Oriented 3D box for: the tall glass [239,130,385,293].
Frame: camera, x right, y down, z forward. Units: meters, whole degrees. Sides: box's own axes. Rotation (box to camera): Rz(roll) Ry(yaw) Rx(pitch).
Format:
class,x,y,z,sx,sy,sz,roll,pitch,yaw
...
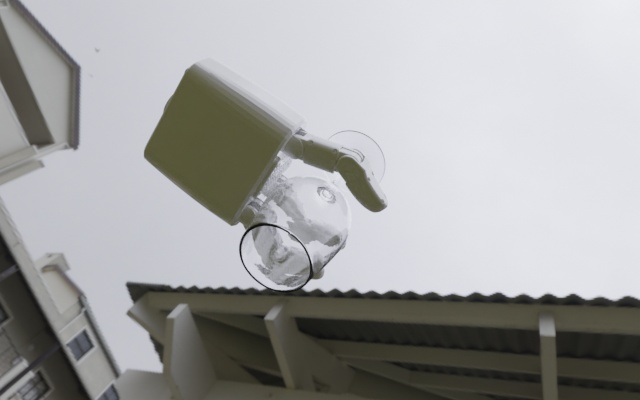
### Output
class,x,y,z,sx,sy,sz,roll,pitch,yaw
tall glass,0.000,0.001,0.443,0.079,0.079,0.201,0,26,23
